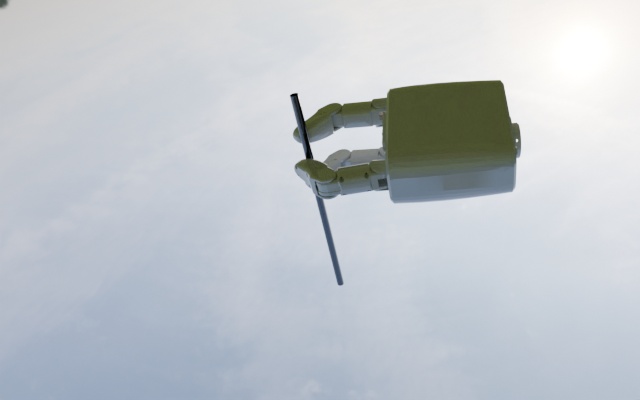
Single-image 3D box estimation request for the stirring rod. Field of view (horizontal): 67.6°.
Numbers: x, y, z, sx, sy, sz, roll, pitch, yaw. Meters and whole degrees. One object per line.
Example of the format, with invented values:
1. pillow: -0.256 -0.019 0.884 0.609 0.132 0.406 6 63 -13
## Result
1. stirring rod: 0.000 0.002 0.495 0.011 0.240 0.011 -9 35 7
